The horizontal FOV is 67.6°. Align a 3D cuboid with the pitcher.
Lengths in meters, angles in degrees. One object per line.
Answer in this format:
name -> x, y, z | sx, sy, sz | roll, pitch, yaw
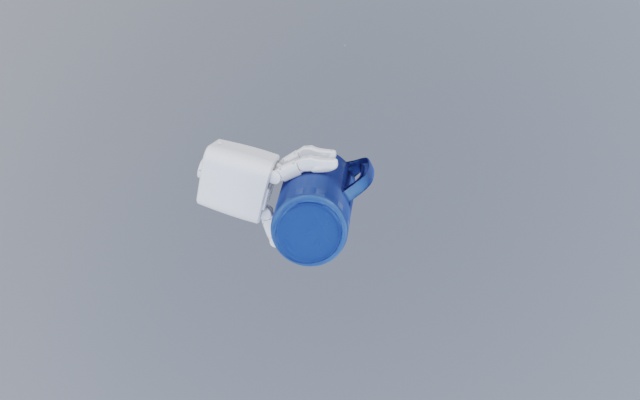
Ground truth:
pitcher -> 0.000, 0.002, 0.761 | 0.145, 0.149, 0.242 | 17, 18, -2
